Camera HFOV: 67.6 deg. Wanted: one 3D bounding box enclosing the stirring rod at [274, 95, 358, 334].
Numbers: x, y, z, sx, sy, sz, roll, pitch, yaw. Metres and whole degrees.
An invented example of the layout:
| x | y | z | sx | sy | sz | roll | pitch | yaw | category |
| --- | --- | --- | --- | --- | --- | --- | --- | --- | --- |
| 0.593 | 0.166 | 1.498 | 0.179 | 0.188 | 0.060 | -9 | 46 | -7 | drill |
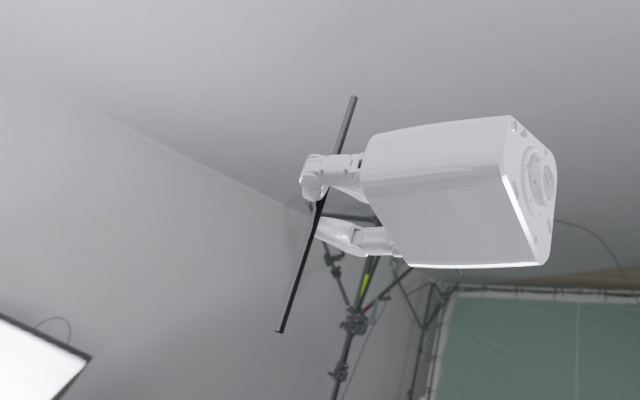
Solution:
| x | y | z | sx | sy | sz | roll | pitch | yaw | category |
| --- | --- | --- | --- | --- | --- | --- | --- | --- | --- |
| 0.000 | 0.001 | 0.433 | 0.011 | 0.239 | 0.011 | 15 | -24 | 7 | stirring rod |
